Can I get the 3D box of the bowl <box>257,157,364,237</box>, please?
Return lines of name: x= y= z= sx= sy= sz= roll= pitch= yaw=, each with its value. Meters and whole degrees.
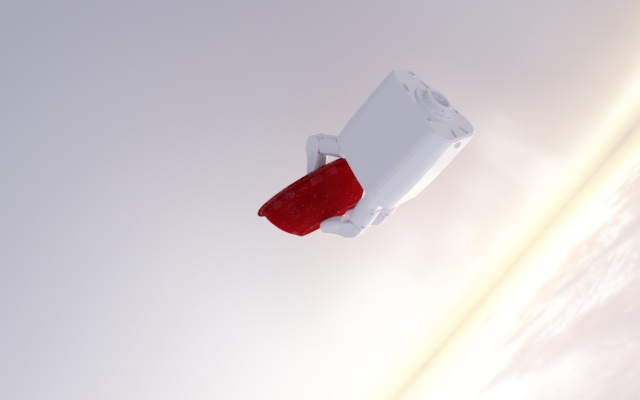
bowl: x=0.000 y=0.003 z=0.629 sx=0.162 sy=0.055 sz=0.162 roll=-29 pitch=-7 yaw=-4
